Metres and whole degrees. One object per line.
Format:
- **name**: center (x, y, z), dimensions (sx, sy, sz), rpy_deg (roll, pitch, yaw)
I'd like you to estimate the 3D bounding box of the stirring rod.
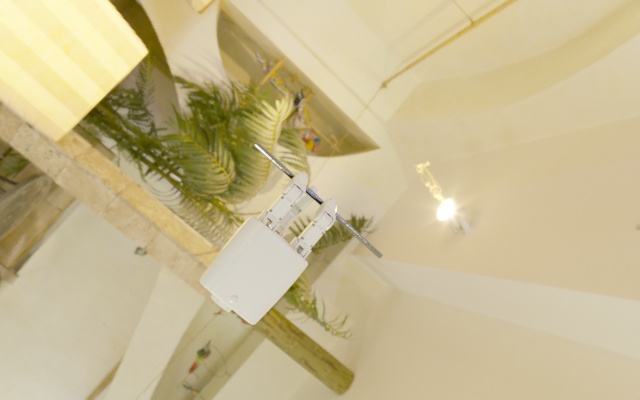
- **stirring rod**: center (0.000, 0.002, 0.669), dimensions (0.239, 0.011, 0.011), rpy_deg (42, -10, -12)
